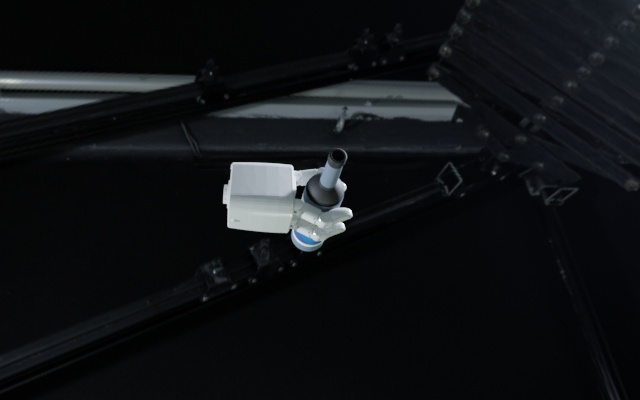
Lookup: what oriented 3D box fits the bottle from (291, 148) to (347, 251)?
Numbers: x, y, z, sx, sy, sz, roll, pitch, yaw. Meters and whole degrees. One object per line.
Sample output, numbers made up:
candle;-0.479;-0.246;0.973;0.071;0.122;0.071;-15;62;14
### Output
bottle;0.000;0.003;0.830;0.069;0.069;0.296;0;-28;-11
